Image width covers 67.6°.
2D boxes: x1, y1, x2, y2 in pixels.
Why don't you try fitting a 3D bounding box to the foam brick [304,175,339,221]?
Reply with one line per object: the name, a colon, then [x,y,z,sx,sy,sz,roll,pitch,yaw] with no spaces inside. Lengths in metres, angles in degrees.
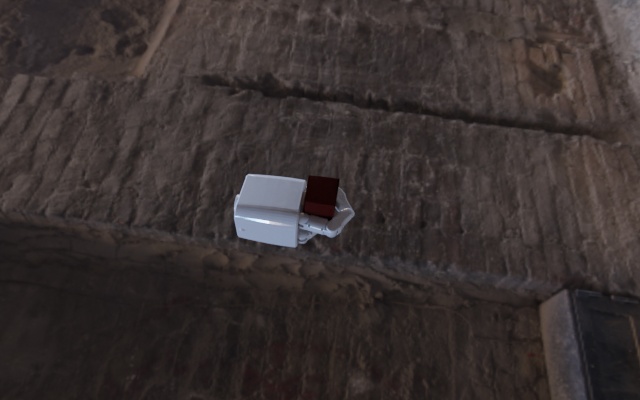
foam brick: [0.000,0.002,0.790,0.051,0.053,0.078,9,-32,2]
